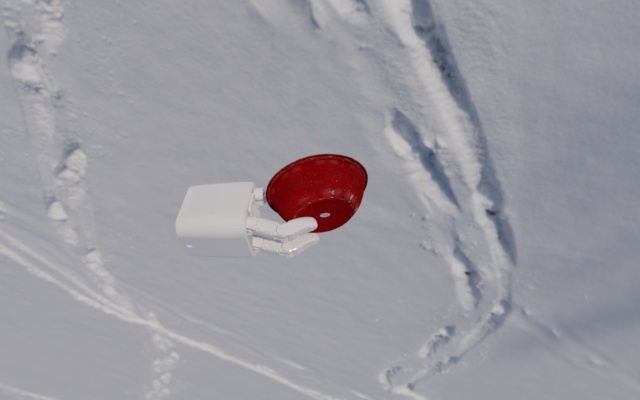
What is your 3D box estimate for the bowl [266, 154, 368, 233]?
[{"bbox_3d":[0.001,0.002,0.723,0.162,0.055,0.162,-9,-35,-7],"label":"bowl"}]
